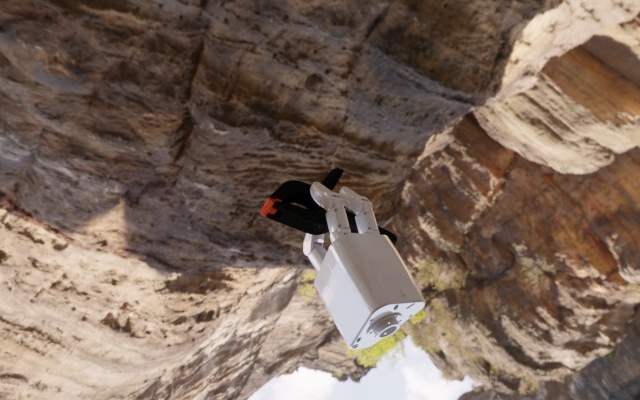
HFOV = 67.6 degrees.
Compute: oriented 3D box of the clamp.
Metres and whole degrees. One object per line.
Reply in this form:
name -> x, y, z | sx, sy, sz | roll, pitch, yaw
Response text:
clamp -> -0.001, 0.003, 0.689 | 0.210, 0.036, 0.164 | 6, 39, -40
